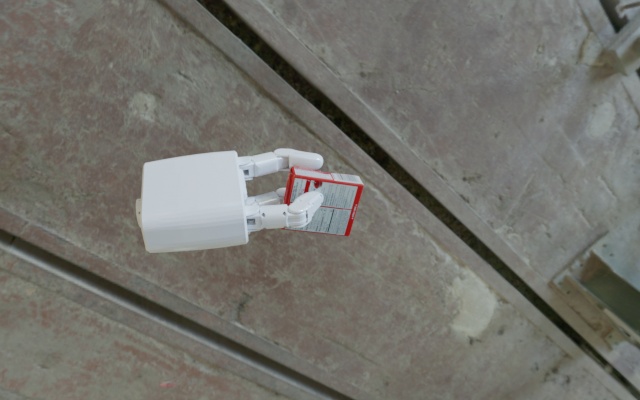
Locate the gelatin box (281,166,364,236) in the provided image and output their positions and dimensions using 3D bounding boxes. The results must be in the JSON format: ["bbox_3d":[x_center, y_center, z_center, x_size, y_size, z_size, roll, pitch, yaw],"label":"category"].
[{"bbox_3d":[0.000,0.002,0.578,0.089,0.073,0.030,7,26,-13],"label":"gelatin box"}]
